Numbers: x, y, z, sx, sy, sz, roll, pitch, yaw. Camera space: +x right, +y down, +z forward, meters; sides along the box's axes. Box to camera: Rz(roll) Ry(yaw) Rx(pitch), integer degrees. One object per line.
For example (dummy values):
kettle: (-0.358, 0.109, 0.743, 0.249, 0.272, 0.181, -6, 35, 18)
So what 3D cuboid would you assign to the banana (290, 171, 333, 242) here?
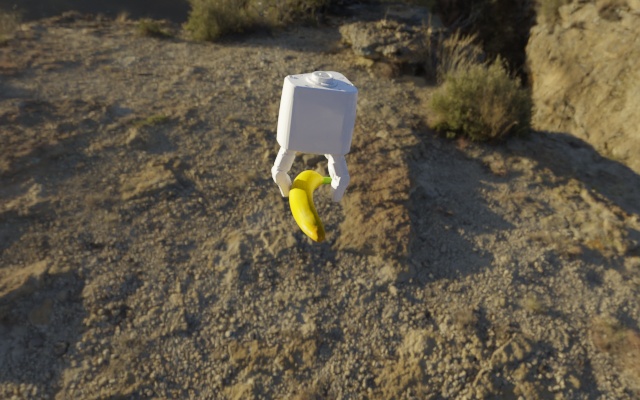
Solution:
banana: (-0.018, -0.003, 0.787, 0.069, 0.037, 0.197, 11, 32, -1)
